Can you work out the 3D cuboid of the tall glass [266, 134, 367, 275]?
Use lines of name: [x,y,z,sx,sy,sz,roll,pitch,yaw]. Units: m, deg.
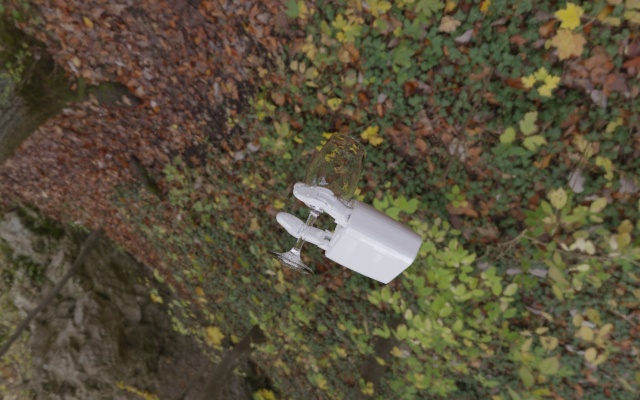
tall glass: [0.000,0.003,0.693,0.079,0.201,0.079,24,-16,8]
